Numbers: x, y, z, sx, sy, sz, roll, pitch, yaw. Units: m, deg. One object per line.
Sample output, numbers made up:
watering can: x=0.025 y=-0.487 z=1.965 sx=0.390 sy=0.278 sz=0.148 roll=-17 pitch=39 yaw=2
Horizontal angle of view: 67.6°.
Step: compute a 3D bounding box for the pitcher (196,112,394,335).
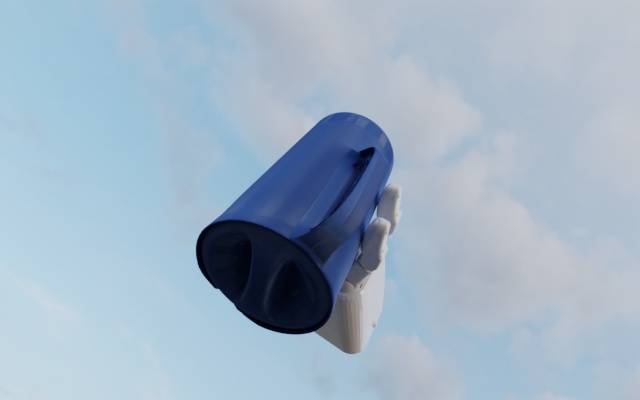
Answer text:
pitcher: x=0.000 y=0.002 z=0.488 sx=0.149 sy=0.145 sz=0.242 roll=11 pitch=40 yaw=21
